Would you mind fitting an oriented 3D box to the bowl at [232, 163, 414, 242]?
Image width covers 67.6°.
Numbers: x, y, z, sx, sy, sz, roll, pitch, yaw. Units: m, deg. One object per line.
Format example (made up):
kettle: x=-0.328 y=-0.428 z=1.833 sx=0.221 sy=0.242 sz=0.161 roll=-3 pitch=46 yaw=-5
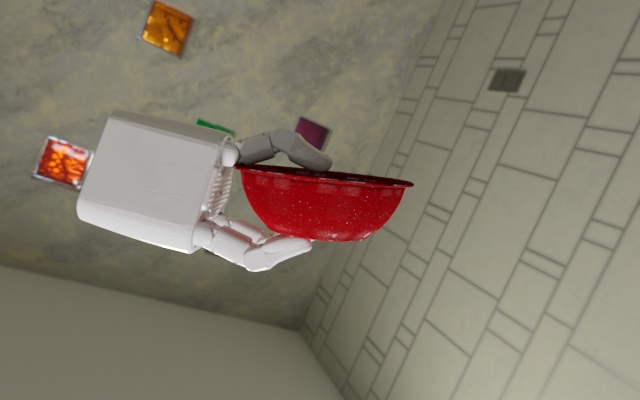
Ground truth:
bowl: x=0.001 y=0.002 z=0.430 sx=0.162 sy=0.055 sz=0.162 roll=5 pitch=5 yaw=-1
